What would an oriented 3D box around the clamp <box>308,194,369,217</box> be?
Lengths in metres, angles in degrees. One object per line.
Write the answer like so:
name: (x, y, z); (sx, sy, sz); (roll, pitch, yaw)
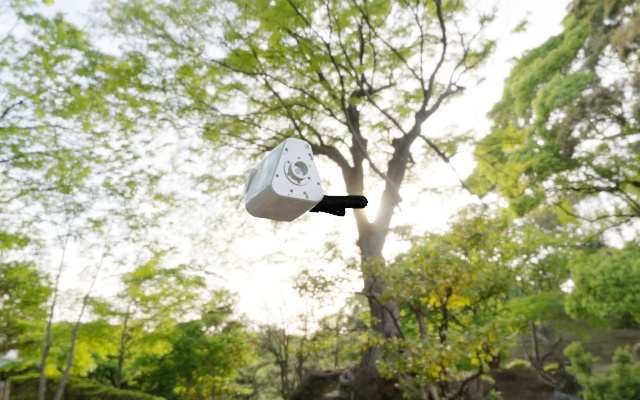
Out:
clamp: (0.000, 0.002, 0.876); (0.171, 0.039, 0.120); (6, -19, -27)
